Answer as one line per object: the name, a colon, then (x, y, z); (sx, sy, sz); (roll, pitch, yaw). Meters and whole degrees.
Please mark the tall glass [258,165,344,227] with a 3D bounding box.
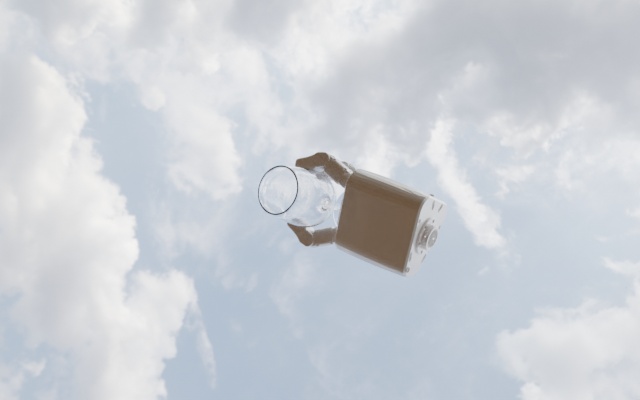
tall glass: (0.000, 0.002, 0.663); (0.079, 0.079, 0.201); (0, -9, 33)
